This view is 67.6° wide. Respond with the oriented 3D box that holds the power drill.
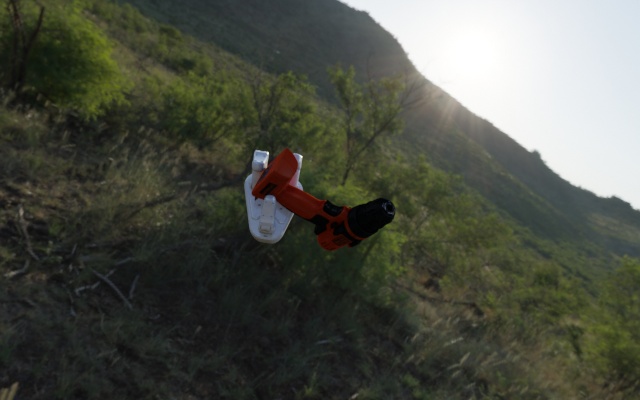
[{"bbox_3d":[0.000,0.002,0.731,0.188,0.057,0.184,36,-34,-14],"label":"power drill"}]
